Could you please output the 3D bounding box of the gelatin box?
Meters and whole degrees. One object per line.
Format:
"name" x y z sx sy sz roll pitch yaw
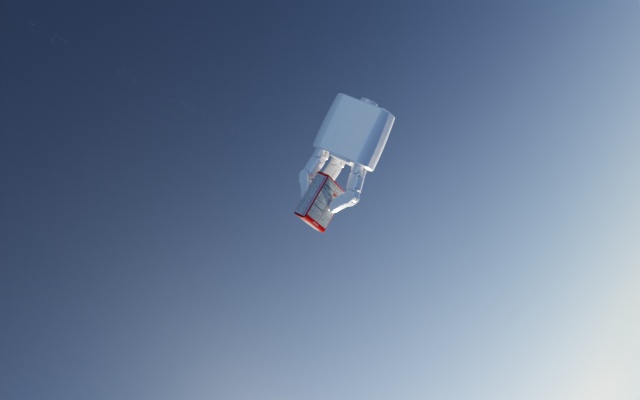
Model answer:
"gelatin box" 0.000 0.003 0.857 0.030 0.089 0.073 22 -12 36
